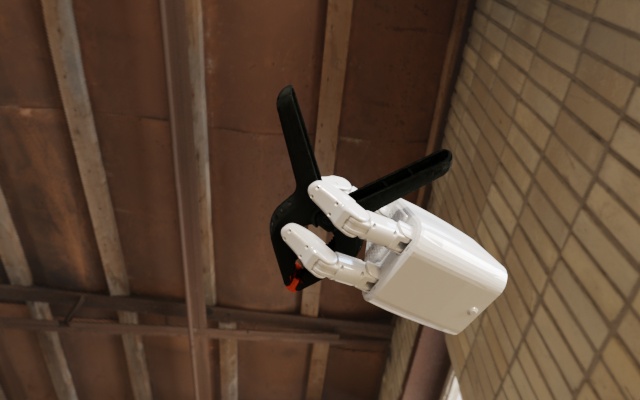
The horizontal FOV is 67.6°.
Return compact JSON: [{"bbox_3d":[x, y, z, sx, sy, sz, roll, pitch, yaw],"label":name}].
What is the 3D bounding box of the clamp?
[{"bbox_3d":[0.000,0.002,0.459,0.164,0.210,0.036,27,29,-11],"label":"clamp"}]
